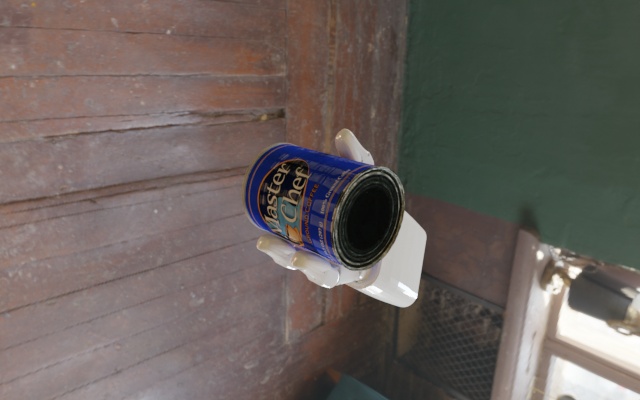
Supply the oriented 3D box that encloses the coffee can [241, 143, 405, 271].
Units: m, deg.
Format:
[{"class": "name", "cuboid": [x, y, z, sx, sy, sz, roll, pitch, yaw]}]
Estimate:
[{"class": "coffee can", "cuboid": [0.000, 0.001, 0.494, 0.103, 0.103, 0.140, 0, 14, -45]}]
